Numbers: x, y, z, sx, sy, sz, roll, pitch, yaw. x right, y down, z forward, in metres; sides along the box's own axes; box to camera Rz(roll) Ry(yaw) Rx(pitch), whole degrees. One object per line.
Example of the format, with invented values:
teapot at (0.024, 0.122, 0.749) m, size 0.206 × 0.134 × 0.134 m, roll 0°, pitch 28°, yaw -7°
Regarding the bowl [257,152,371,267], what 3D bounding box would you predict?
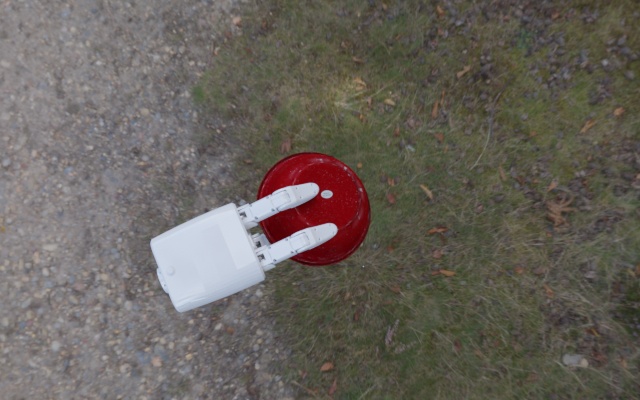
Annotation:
bowl at (0.001, 0.001, 0.626) m, size 0.162 × 0.162 × 0.055 m, roll 0°, pitch -17°, yaw -17°
